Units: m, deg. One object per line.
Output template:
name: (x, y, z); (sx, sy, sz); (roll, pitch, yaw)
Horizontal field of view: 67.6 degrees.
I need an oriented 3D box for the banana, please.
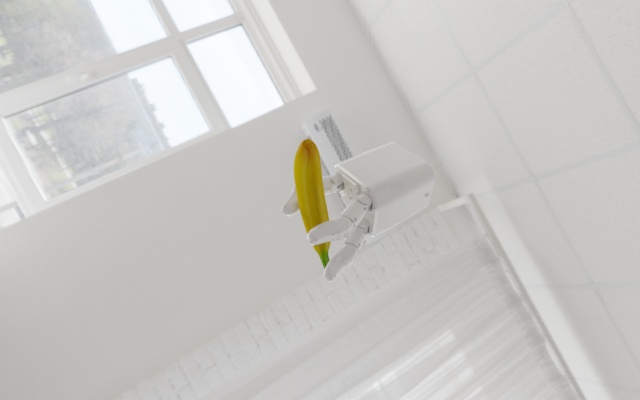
banana: (-0.008, -0.003, 0.642); (0.037, 0.198, 0.069); (-23, 34, -17)
